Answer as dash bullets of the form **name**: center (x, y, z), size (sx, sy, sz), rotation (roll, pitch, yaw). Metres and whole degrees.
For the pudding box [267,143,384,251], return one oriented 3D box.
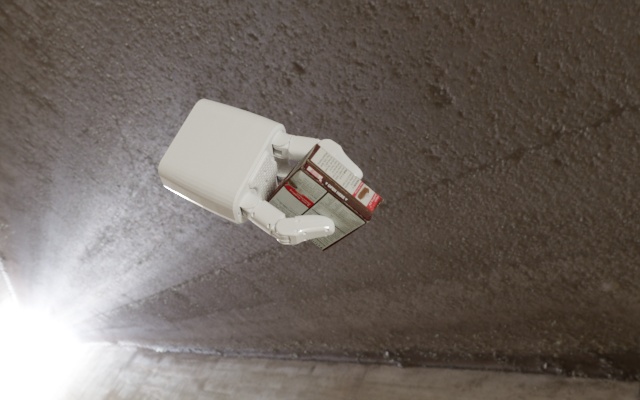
- **pudding box**: center (0.000, 0.002, 0.513), size (0.090, 0.039, 0.113), rotation (39, -30, -7)
